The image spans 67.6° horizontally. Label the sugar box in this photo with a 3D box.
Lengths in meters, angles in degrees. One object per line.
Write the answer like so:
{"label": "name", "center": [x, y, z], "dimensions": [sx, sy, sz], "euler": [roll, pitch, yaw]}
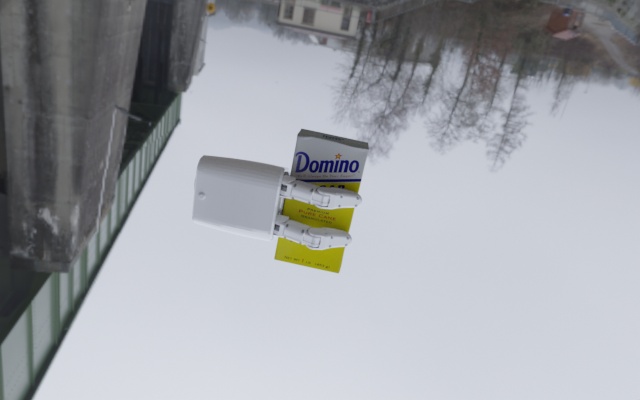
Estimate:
{"label": "sugar box", "center": [0.000, 0.002, 0.629], "dimensions": [0.093, 0.176, 0.048], "euler": [11, 21, 1]}
